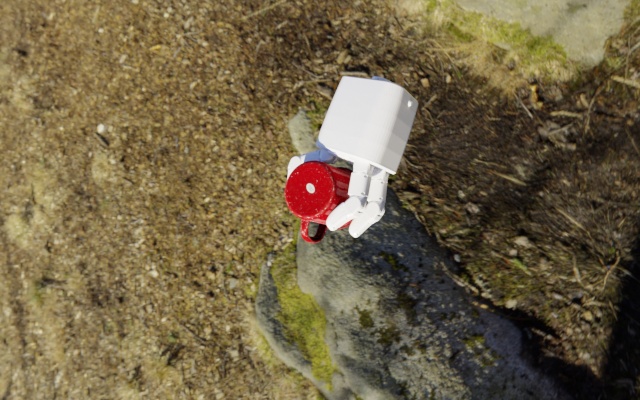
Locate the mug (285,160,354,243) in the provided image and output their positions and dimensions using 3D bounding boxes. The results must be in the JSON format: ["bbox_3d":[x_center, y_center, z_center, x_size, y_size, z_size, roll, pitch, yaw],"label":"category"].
[{"bbox_3d":[-0.001,0.004,0.667,0.093,0.117,0.081,20,2,32],"label":"mug"}]
